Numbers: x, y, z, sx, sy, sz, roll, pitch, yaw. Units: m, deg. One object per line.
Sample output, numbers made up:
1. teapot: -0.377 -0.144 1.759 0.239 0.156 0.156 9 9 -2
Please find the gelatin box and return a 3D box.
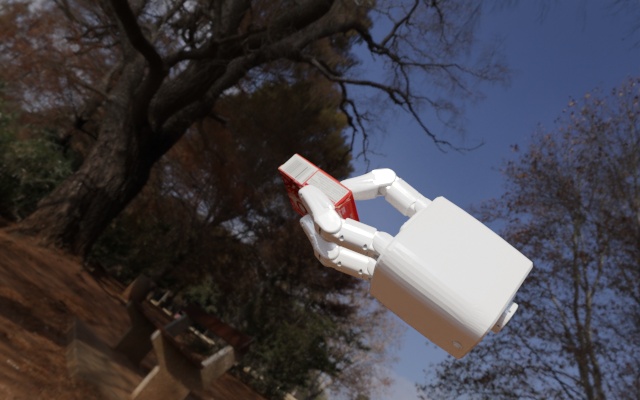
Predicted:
1. gelatin box: 0.000 0.001 0.506 0.089 0.030 0.073 36 -23 34
